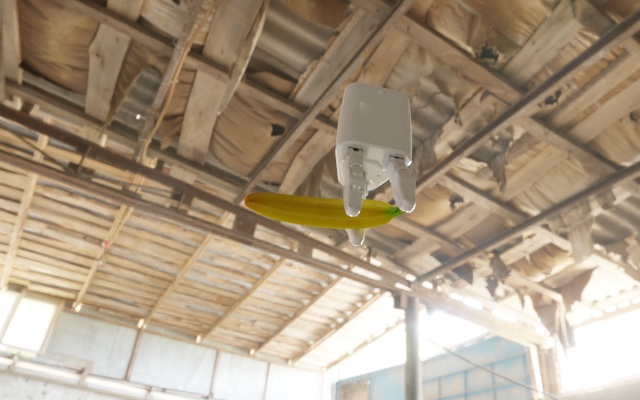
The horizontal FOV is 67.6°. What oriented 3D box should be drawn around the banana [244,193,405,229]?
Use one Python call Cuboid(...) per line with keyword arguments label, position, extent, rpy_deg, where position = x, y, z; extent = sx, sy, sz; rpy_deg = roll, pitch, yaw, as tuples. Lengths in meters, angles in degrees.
Cuboid(label="banana", position=(0.006, 0.010, 0.600), extent=(0.198, 0.037, 0.070), rpy_deg=(2, -26, 11))
